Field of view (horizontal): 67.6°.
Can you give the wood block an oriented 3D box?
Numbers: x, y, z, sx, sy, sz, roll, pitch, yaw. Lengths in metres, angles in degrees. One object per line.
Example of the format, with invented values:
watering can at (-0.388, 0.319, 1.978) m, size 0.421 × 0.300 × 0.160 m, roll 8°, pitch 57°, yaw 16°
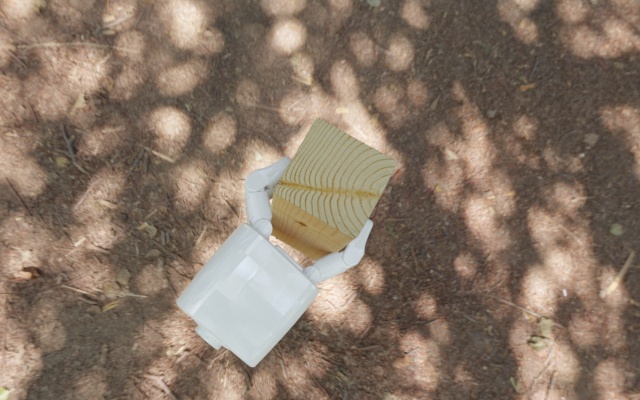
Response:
wood block at (0.000, 0.002, 0.542) m, size 0.091 × 0.090 × 0.206 m, roll 30°, pitch -16°, yaw -1°
